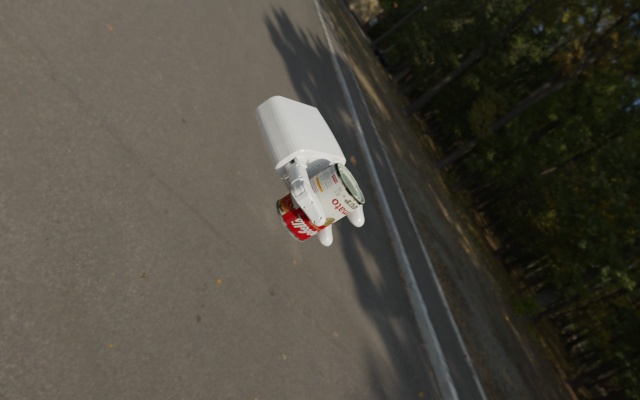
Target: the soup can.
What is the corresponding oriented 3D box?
[{"bbox_3d":[0.000,0.002,0.651,0.102,0.068,0.068,-32,-10,16],"label":"soup can"}]
